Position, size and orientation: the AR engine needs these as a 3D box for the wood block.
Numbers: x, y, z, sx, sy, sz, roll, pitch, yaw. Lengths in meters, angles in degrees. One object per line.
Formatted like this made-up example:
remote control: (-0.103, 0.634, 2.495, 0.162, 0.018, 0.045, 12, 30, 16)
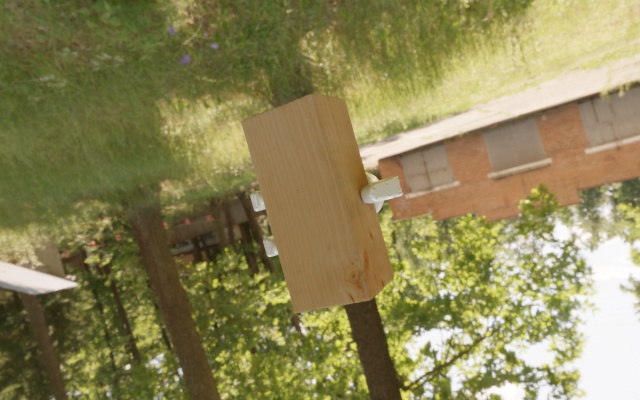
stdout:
wood block: (0.001, 0.002, 0.511, 0.091, 0.206, 0.090, -16, 0, 25)
